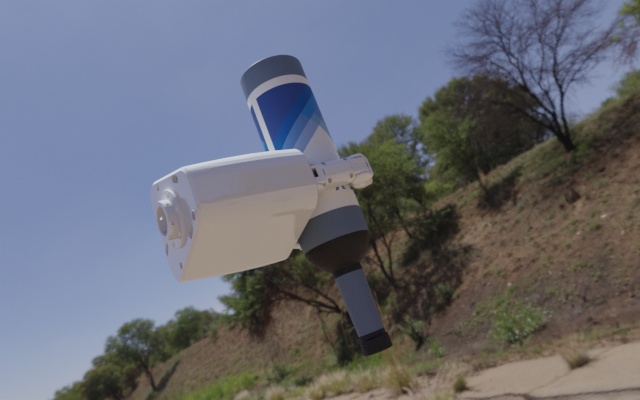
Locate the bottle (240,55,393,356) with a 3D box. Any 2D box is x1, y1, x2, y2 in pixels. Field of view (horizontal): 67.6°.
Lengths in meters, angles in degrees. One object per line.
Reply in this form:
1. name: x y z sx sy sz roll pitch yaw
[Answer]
1. bottle: 0.000 0.001 0.461 0.069 0.295 0.069 -20 -14 -5
